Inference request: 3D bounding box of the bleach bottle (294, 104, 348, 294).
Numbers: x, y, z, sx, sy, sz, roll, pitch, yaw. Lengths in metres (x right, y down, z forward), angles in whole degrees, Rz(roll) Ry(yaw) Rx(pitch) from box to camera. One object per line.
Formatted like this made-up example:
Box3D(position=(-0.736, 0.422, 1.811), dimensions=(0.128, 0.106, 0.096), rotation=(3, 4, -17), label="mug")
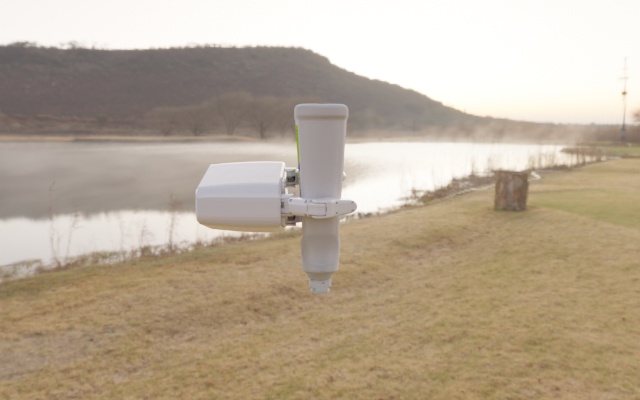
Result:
Box3D(position=(0.000, 0.002, 0.633), dimensions=(0.068, 0.251, 0.102), rotation=(0, 8, -1), label="bleach bottle")
